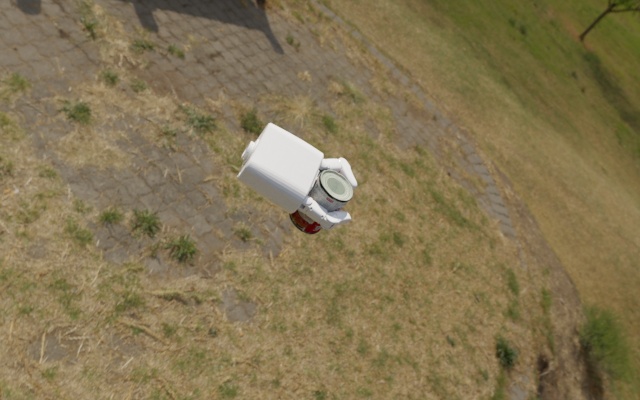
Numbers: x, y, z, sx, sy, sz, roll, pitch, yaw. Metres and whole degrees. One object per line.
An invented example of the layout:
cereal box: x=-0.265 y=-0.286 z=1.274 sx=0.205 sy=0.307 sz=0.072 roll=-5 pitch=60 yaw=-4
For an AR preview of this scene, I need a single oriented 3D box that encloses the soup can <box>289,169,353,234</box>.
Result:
soup can: x=0.001 y=0.003 z=0.818 sx=0.068 sy=0.068 sz=0.102 roll=0 pitch=-35 yaw=-41
